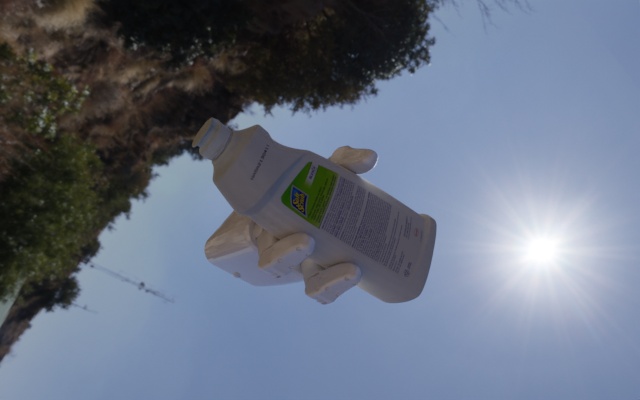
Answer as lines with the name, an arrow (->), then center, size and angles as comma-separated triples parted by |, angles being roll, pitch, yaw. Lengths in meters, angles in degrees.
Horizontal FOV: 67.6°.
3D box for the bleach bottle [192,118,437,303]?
bleach bottle -> 0.000, 0.002, 0.443 | 0.251, 0.102, 0.068 | 34, -33, -26
